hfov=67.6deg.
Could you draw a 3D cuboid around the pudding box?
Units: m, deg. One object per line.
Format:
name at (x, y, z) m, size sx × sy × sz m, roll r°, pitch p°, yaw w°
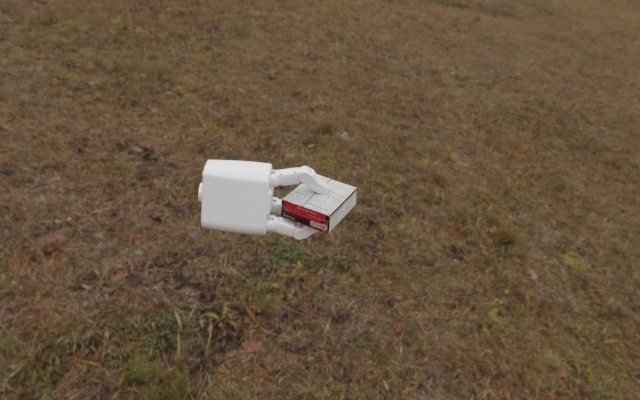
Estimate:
pudding box at (0.000, 0.002, 0.794) m, size 0.090 × 0.039 × 0.113 m, roll 20°, pitch 36°, yaw 21°
